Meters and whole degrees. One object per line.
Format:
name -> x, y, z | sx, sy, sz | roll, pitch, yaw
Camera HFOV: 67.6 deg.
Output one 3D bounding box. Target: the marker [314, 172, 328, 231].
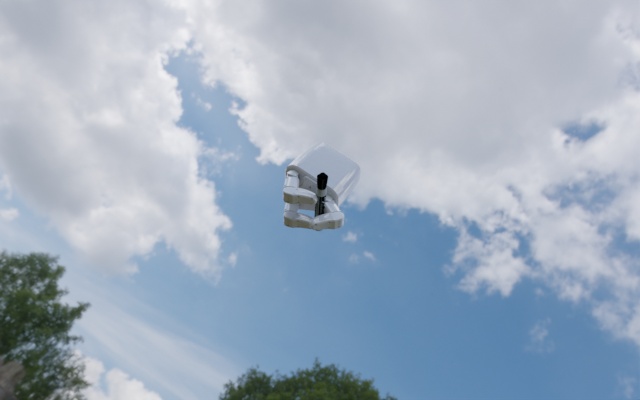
marker -> 0.000, 0.003, 0.821 | 0.020, 0.121, 0.020 | 3, 39, -2
